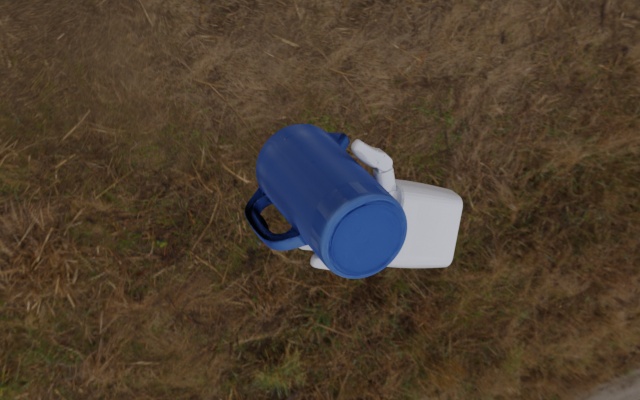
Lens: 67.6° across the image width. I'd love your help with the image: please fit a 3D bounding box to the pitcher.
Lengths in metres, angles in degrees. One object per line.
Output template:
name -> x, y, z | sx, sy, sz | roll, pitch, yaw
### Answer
pitcher -> 0.000, 0.002, 0.622 | 0.145, 0.149, 0.242 | 6, 21, -25
